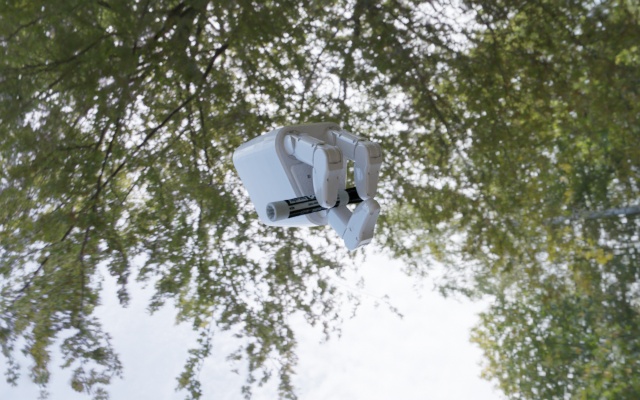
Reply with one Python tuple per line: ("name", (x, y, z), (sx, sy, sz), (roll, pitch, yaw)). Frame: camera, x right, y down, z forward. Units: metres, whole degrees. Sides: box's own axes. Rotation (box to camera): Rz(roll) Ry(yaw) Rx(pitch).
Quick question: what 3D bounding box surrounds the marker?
("marker", (0.000, 0.002, 0.484), (0.121, 0.020, 0.020), (-12, 7, -38))
